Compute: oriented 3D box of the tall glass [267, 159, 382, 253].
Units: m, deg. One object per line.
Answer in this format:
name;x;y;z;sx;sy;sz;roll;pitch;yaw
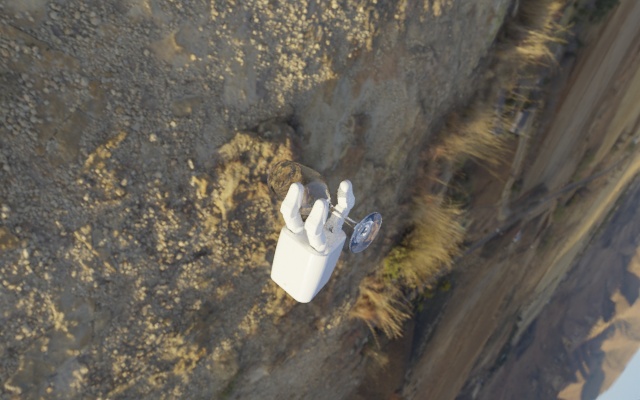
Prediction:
tall glass;0.001;0.003;0.790;0.201;0.079;0.079;35;19;30
